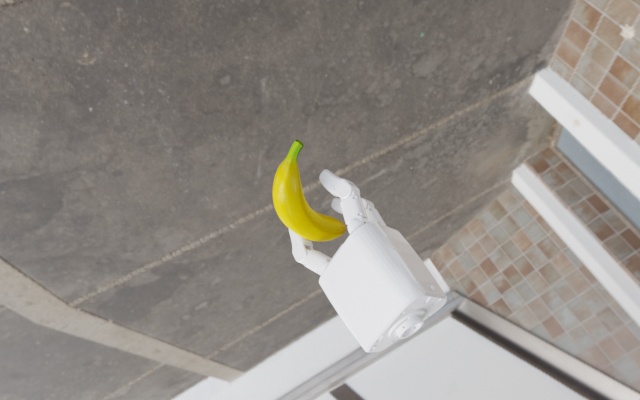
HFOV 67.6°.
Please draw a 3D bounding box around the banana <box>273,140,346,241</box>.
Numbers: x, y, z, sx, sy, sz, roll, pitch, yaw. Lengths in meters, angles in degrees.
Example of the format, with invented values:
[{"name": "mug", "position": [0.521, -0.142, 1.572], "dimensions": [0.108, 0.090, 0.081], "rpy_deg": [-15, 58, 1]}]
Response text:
[{"name": "banana", "position": [-0.016, 0.011, 0.594], "dimensions": [0.069, 0.037, 0.198], "rpy_deg": [-36, -36, -6]}]
